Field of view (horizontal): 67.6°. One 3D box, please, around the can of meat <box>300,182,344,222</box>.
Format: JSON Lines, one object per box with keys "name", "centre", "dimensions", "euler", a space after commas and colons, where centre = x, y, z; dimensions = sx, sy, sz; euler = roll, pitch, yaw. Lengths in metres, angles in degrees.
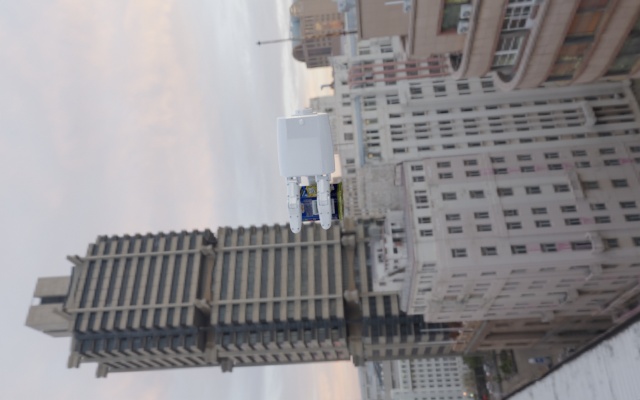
{"name": "can of meat", "centre": [0.000, 0.003, 0.897], "dimensions": [0.084, 0.057, 0.102], "euler": [-4, 16, 5]}
